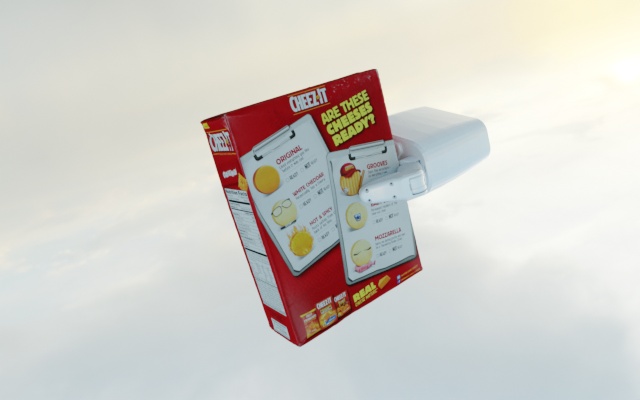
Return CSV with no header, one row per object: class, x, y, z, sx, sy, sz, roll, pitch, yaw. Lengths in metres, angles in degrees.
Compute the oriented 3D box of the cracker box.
cracker box,0.000,0.002,0.459,0.164,0.214,0.072,-24,16,-30
